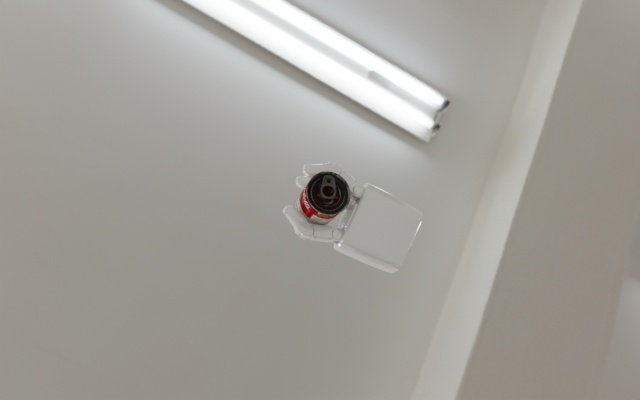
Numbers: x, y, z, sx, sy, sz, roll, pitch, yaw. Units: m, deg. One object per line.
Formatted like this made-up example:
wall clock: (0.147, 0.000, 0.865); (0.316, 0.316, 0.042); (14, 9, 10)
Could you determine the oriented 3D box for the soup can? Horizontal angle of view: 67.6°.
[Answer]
soup can: (0.000, 0.002, 0.752); (0.068, 0.068, 0.102); (0, -16, -15)
